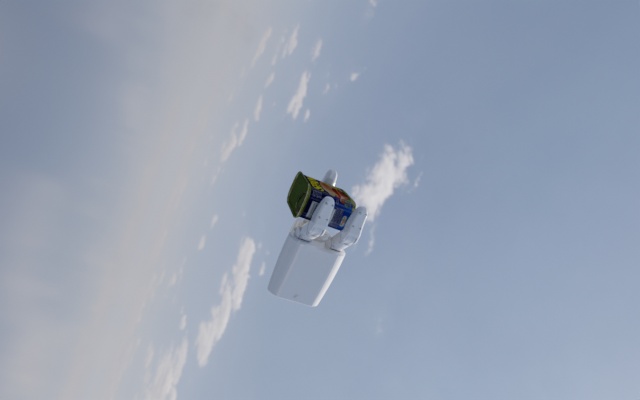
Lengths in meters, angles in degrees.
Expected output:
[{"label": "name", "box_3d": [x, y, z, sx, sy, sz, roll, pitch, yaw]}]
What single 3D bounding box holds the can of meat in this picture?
[{"label": "can of meat", "box_3d": [0.000, 0.002, 0.756, 0.084, 0.057, 0.102, 20, 13, -18]}]
